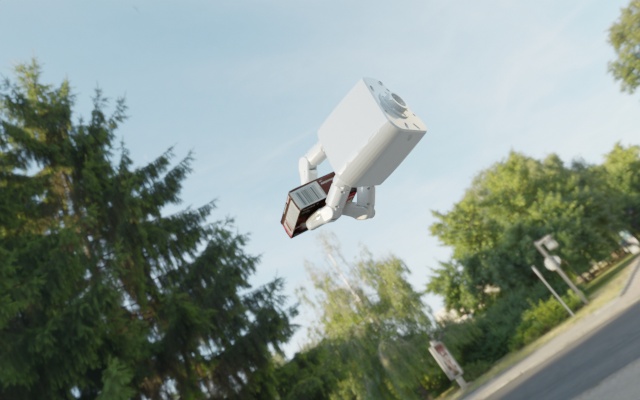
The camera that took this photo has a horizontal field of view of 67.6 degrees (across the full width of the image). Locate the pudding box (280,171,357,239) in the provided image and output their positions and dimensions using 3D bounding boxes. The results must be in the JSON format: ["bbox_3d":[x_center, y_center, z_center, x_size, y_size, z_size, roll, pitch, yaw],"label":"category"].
[{"bbox_3d":[0.000,0.002,0.714,0.113,0.039,0.090,-23,-24,-25],"label":"pudding box"}]
